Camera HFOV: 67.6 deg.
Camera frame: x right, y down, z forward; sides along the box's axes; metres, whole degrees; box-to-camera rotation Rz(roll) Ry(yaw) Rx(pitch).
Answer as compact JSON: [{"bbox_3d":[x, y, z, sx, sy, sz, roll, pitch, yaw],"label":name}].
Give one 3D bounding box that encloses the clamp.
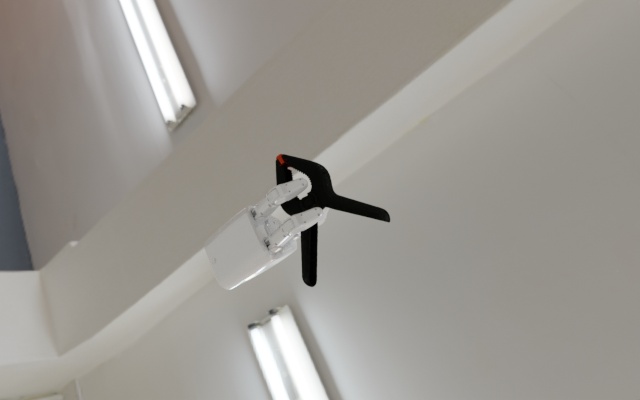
[{"bbox_3d":[0.000,0.002,0.731,0.164,0.210,0.036,-35,-24,18],"label":"clamp"}]
